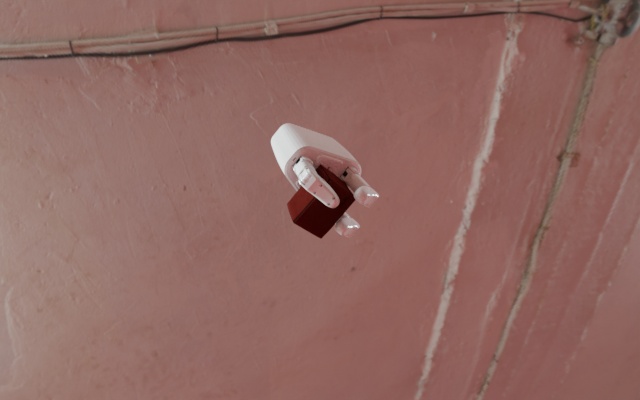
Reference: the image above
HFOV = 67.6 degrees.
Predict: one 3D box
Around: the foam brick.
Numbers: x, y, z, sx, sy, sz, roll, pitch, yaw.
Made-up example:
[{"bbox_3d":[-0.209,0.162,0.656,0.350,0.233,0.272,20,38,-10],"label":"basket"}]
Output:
[{"bbox_3d":[0.000,0.002,0.658,0.053,0.078,0.051,35,13,-30],"label":"foam brick"}]
